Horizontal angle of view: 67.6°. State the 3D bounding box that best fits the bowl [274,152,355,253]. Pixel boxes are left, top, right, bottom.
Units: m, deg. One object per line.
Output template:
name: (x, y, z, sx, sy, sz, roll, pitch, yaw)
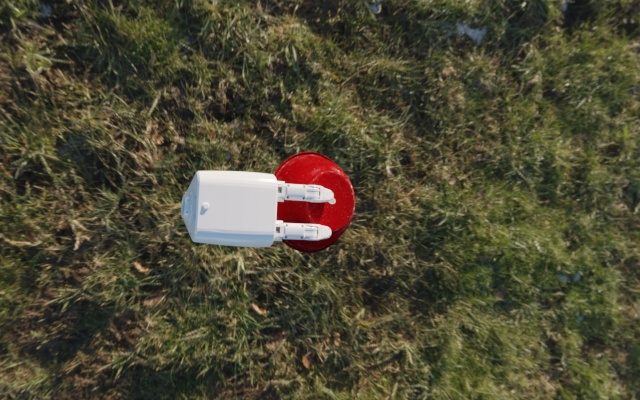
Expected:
bowl: (0.001, 0.002, 0.740, 0.162, 0.162, 0.055, 0, -1, -36)
